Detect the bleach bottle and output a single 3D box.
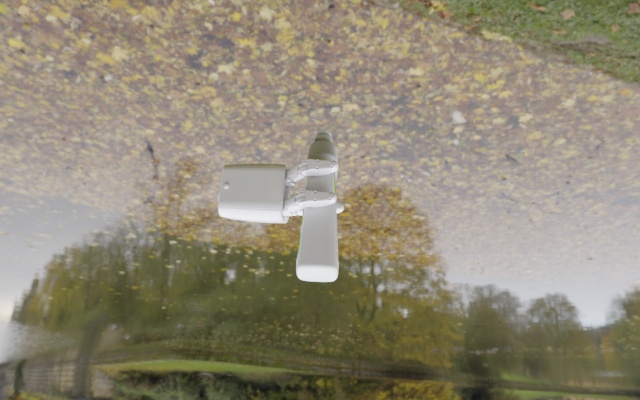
[{"bbox_3d":[0.000,0.003,0.803,0.068,0.250,0.103,3,-22,1],"label":"bleach bottle"}]
